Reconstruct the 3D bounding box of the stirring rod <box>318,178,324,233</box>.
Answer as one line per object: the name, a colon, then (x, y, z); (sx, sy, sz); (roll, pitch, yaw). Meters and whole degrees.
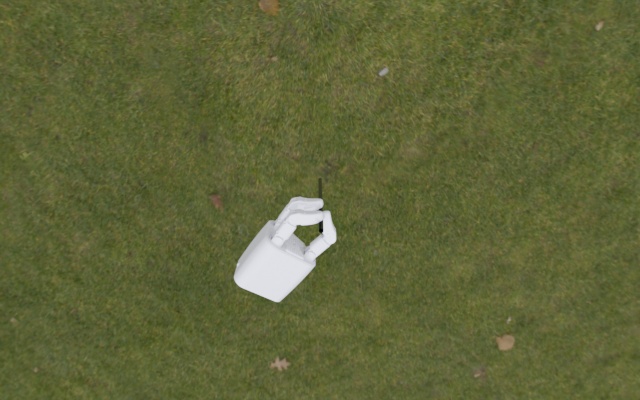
stirring rod: (0.000, 0.003, 0.888); (0.011, 0.011, 0.239); (0, 23, -1)
